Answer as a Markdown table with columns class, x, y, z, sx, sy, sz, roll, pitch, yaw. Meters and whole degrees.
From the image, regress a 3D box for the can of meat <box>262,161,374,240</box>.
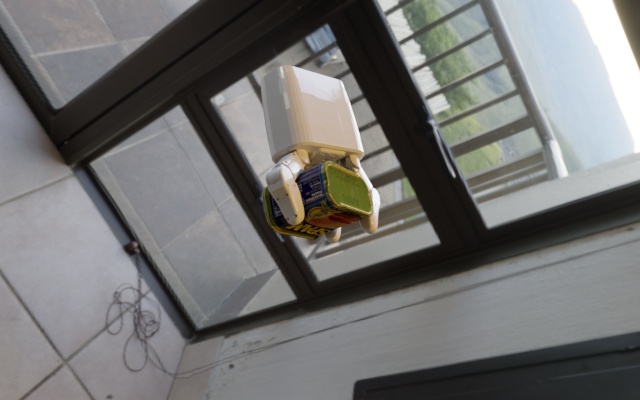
| class | x | y | z | sx | sy | sz | roll | pitch | yaw |
| --- | --- | --- | --- | --- | --- | --- | --- | --- | --- |
| can of meat | 0.000 | 0.002 | 0.540 | 0.084 | 0.057 | 0.102 | -23 | -23 | 29 |
